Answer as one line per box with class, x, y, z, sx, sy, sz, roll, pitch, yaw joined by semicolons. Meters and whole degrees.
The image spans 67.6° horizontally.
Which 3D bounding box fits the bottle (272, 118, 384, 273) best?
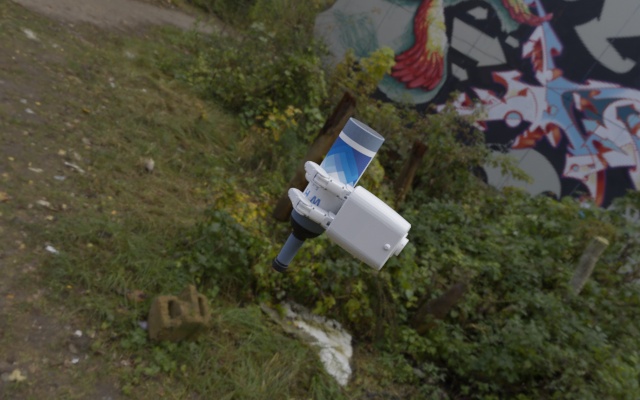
bottle;0.000;0.002;0.814;0.069;0.296;0.069;30;17;-10
